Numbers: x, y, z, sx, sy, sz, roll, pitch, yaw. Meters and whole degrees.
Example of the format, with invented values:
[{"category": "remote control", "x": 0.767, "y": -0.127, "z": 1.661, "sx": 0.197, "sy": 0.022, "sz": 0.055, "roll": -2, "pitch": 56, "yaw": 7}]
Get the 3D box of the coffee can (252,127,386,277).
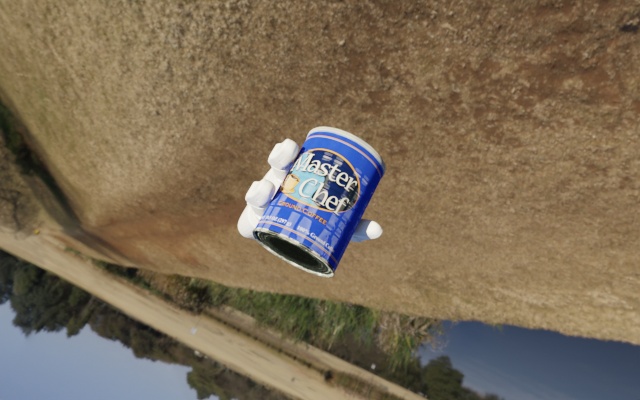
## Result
[{"category": "coffee can", "x": 0.000, "y": 0.002, "z": 0.548, "sx": 0.103, "sy": 0.140, "sz": 0.103, "roll": 25, "pitch": -20, "yaw": 10}]
